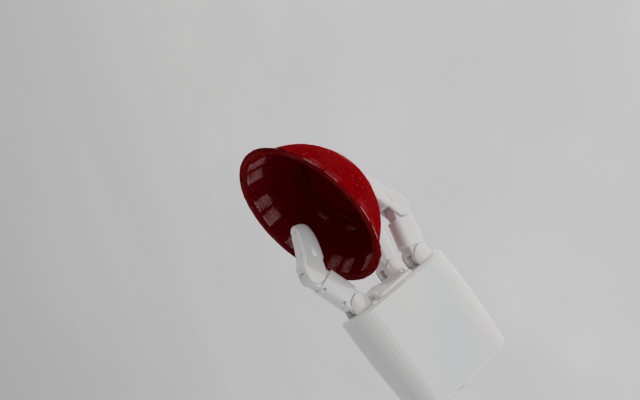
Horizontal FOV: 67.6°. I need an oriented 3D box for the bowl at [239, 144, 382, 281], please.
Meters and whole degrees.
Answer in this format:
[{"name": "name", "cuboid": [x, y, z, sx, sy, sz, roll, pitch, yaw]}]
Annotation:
[{"name": "bowl", "cuboid": [-0.001, 0.000, 0.461, 0.162, 0.162, 0.055, 0, 40, 47]}]
